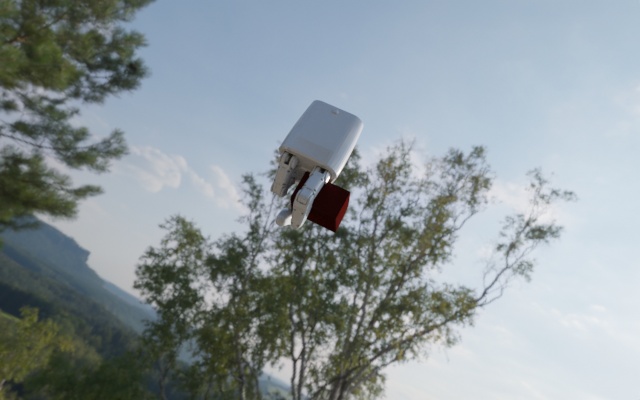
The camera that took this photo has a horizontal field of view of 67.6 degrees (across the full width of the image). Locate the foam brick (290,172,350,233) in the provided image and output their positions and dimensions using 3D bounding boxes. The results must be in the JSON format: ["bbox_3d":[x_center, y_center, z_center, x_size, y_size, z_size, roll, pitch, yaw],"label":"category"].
[{"bbox_3d":[0.000,0.003,0.721,0.078,0.051,0.053,26,-25,11],"label":"foam brick"}]
